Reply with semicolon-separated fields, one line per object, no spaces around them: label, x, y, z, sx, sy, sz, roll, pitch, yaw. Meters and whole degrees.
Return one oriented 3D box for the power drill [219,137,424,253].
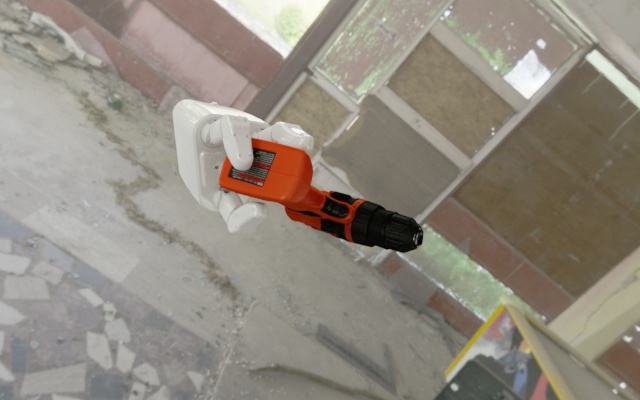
power drill;0.000;0.001;0.508;0.184;0.057;0.188;13;-12;36
